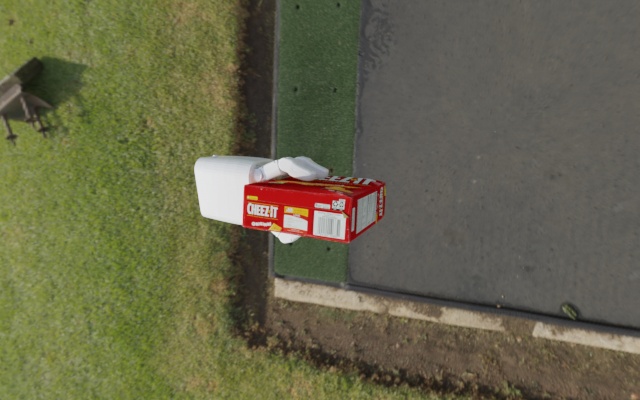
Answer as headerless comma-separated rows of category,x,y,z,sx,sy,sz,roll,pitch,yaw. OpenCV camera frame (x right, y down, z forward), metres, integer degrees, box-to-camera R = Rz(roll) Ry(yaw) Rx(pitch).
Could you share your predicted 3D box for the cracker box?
cracker box,0.000,0.003,0.750,0.164,0.072,0.213,7,10,19
